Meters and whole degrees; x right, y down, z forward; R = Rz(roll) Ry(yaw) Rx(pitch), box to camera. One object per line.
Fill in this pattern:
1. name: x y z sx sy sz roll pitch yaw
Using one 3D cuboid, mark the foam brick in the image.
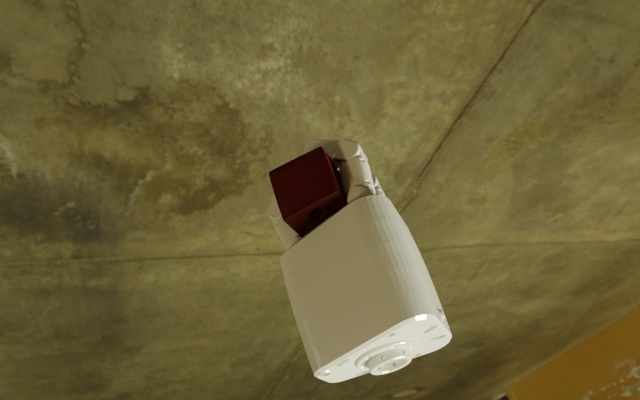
1. foam brick: 0.000 0.001 0.417 0.053 0.051 0.078 -27 -36 11
